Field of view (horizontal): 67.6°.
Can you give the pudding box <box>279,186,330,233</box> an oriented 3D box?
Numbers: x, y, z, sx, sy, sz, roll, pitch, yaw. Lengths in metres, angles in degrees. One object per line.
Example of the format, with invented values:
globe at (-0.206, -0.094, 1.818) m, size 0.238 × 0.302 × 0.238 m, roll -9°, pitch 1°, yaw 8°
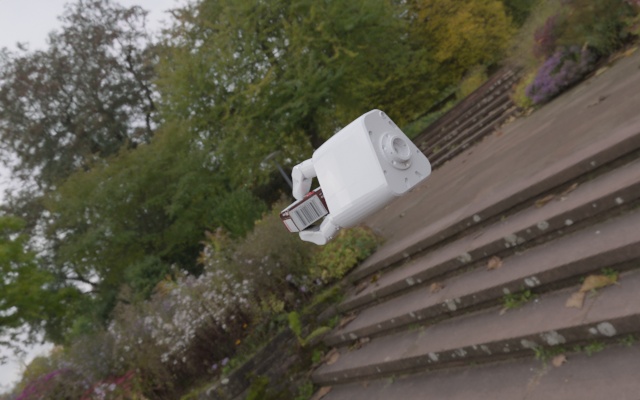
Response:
pudding box at (0.000, 0.002, 0.690) m, size 0.113 × 0.039 × 0.090 m, roll -31°, pitch 1°, yaw -13°
